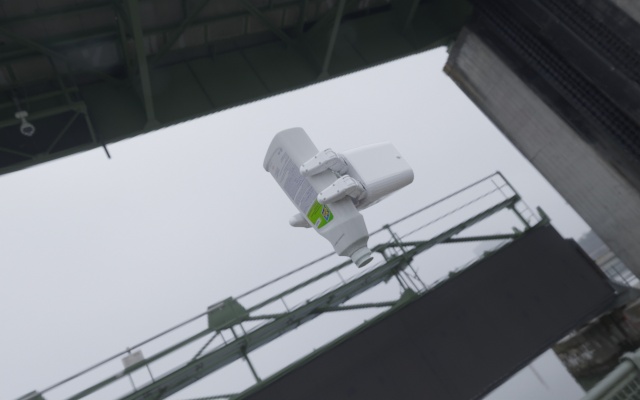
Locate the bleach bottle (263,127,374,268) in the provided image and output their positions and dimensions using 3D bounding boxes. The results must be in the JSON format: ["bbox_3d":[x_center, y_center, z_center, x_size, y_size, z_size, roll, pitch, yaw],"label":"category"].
[{"bbox_3d":[0.000,0.002,0.768,0.068,0.250,0.103,-19,-27,-33],"label":"bleach bottle"}]
